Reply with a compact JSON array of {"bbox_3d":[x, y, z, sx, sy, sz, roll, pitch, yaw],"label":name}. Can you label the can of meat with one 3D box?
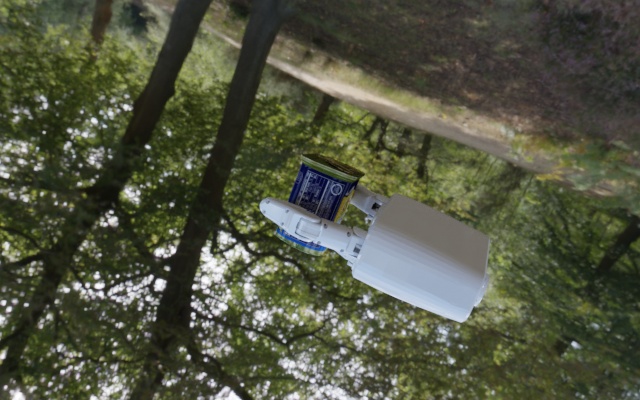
[{"bbox_3d":[0.000,0.002,0.486,0.057,0.084,0.102,23,10,8],"label":"can of meat"}]
